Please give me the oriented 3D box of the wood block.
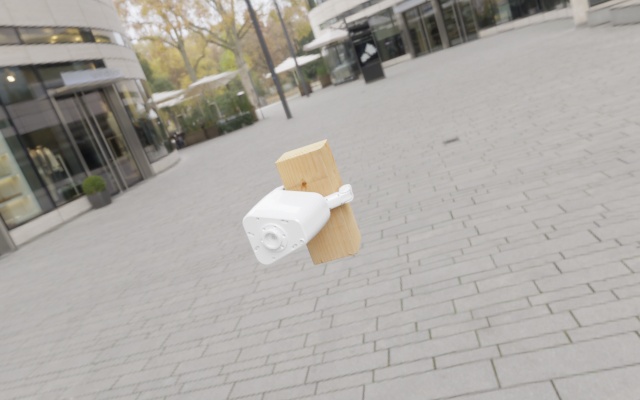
[{"bbox_3d":[0.000,0.003,0.897,0.091,0.206,0.090,-16,15,14],"label":"wood block"}]
